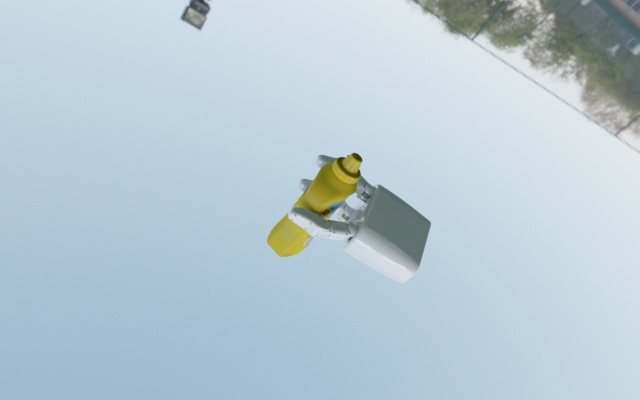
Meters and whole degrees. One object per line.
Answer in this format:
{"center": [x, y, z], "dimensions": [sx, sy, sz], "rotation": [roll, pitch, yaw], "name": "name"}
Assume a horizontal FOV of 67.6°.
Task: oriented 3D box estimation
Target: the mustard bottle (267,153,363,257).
{"center": [0.000, 0.002, 0.693], "dimensions": [0.192, 0.058, 0.096], "rotation": [-50, -12, 35], "name": "mustard bottle"}
